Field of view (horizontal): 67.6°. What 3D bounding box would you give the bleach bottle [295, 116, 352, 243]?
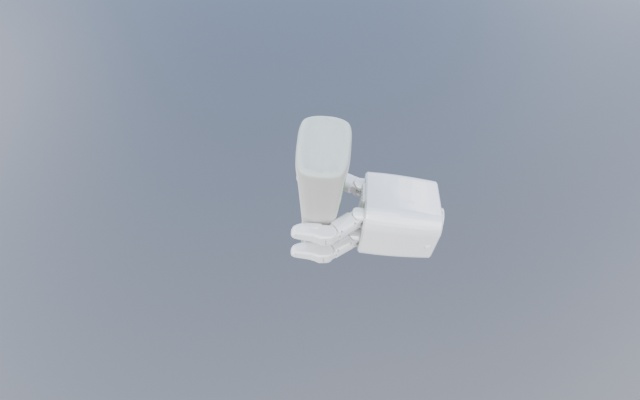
[{"bbox_3d":[0.000,0.002,0.682,0.068,0.102,0.251,5,-33,1],"label":"bleach bottle"}]
